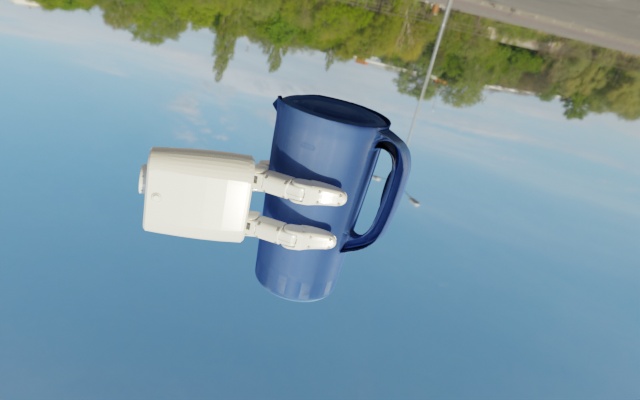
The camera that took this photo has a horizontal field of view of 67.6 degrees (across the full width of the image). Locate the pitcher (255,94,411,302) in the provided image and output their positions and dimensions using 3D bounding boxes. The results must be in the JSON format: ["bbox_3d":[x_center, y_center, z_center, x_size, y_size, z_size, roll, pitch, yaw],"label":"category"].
[{"bbox_3d":[0.000,0.002,0.581,0.145,0.243,0.149,6,23,-16],"label":"pitcher"}]
